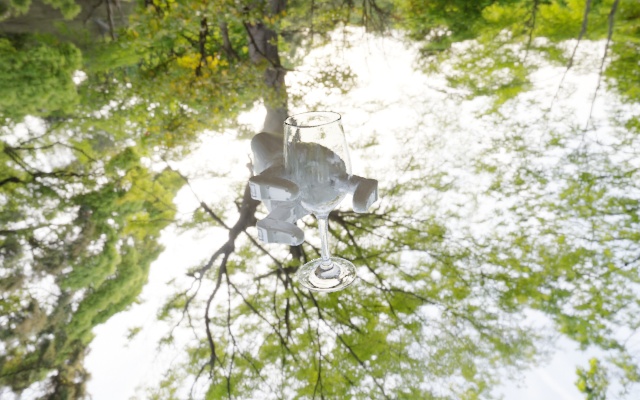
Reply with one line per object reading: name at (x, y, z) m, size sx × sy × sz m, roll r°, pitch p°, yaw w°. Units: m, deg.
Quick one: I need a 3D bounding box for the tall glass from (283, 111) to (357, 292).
tall glass at (0.000, 0.002, 0.552) m, size 0.079 × 0.201 × 0.079 m, roll -4°, pitch 25°, yaw 2°
